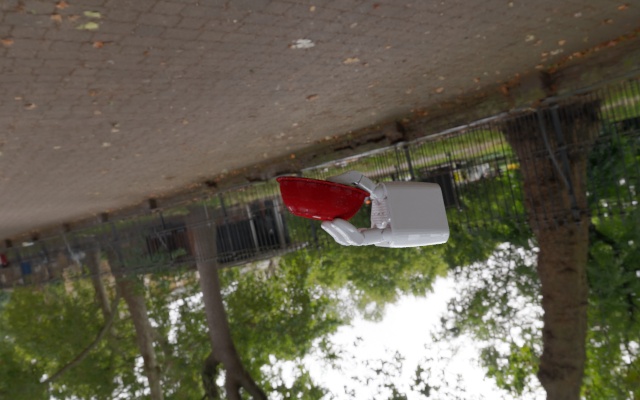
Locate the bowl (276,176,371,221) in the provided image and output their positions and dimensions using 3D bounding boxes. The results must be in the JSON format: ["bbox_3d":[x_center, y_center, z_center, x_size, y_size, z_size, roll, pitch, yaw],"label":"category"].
[{"bbox_3d":[-0.001,0.003,0.802,0.162,0.055,0.162,10,-5,1],"label":"bowl"}]
